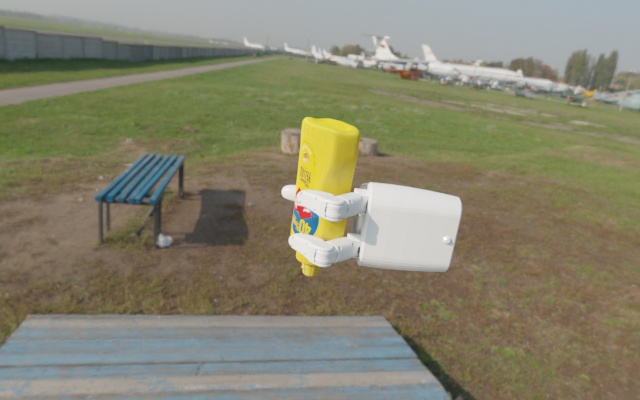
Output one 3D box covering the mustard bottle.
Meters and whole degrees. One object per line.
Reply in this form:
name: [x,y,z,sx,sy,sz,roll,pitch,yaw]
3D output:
mustard bottle: [0.000,0.002,0.574,0.058,0.192,0.096,-1,19,-25]
